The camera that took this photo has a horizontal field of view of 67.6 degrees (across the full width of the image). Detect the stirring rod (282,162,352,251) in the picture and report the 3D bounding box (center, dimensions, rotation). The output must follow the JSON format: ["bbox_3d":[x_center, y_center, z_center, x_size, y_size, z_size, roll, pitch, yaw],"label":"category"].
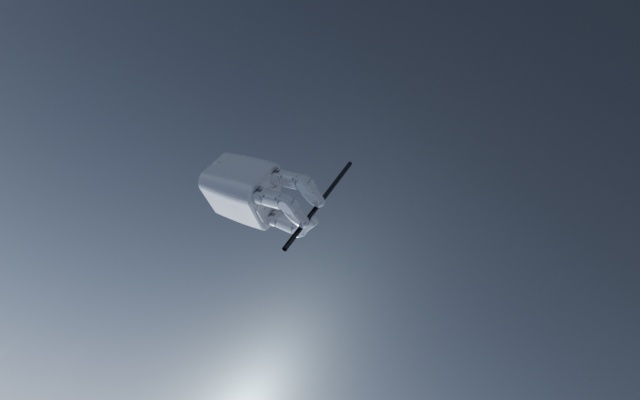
[{"bbox_3d":[0.000,0.003,0.795,0.011,0.011,0.239,0,36,34],"label":"stirring rod"}]
